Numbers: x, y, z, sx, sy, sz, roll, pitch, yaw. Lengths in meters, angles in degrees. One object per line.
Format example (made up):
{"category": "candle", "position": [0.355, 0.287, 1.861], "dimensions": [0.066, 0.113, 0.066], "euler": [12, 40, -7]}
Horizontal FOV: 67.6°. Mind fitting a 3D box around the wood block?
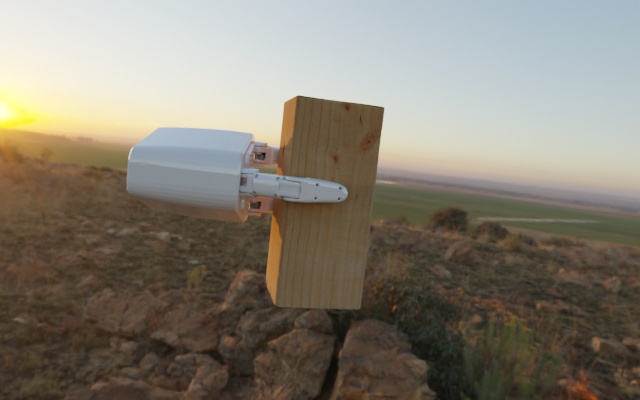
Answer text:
{"category": "wood block", "position": [0.000, 0.002, 0.508], "dimensions": [0.090, 0.206, 0.091], "euler": [5, 6, -14]}
